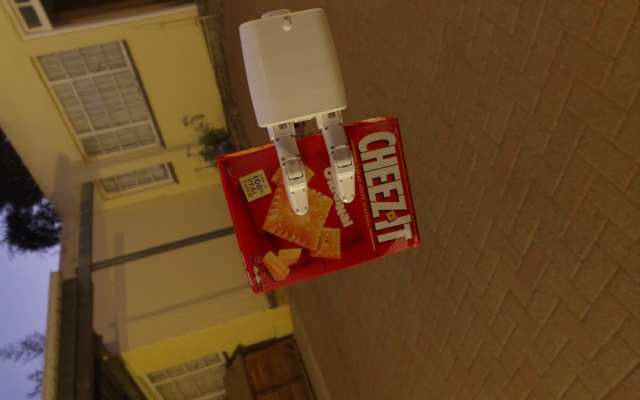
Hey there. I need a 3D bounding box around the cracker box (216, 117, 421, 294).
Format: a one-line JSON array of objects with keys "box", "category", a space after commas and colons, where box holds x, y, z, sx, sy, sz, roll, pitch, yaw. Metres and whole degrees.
[{"box": [0.000, 0.002, 0.574, 0.213, 0.164, 0.072, -15, 13, -10], "category": "cracker box"}]
